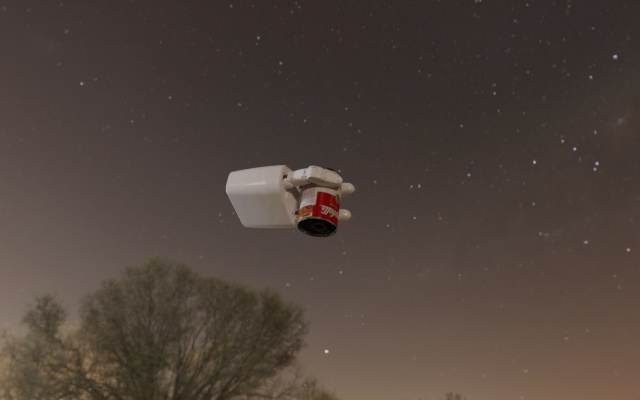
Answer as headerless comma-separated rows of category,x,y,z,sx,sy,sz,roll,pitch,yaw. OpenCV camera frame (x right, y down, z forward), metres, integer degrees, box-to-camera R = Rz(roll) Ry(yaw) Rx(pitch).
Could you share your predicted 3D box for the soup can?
soup can,0.001,0.002,0.818,0.068,0.102,0.068,6,-30,3
